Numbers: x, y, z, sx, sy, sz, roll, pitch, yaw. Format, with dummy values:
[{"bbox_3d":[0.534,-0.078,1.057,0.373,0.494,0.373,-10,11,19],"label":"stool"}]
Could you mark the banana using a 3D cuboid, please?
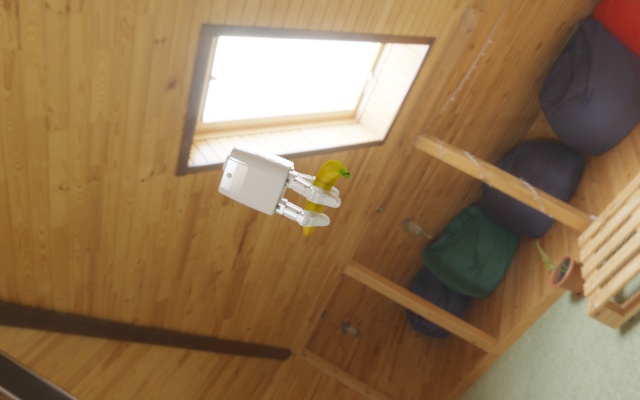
[{"bbox_3d":[0.002,-0.014,0.871,0.037,0.069,0.198,15,-40,-13],"label":"banana"}]
